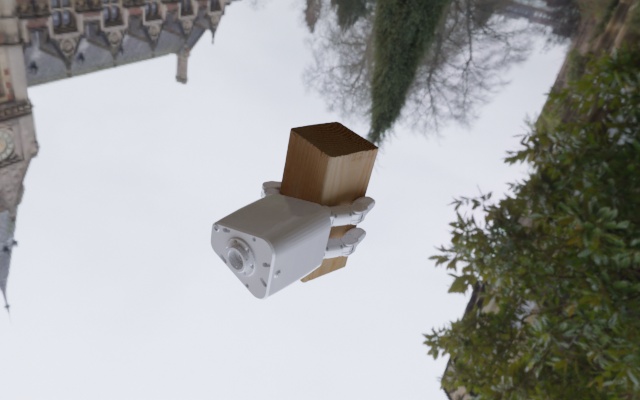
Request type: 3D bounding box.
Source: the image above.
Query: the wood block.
[{"bbox_3d":[0.000,0.002,0.687,0.090,0.206,0.090,-15,41,-38],"label":"wood block"}]
